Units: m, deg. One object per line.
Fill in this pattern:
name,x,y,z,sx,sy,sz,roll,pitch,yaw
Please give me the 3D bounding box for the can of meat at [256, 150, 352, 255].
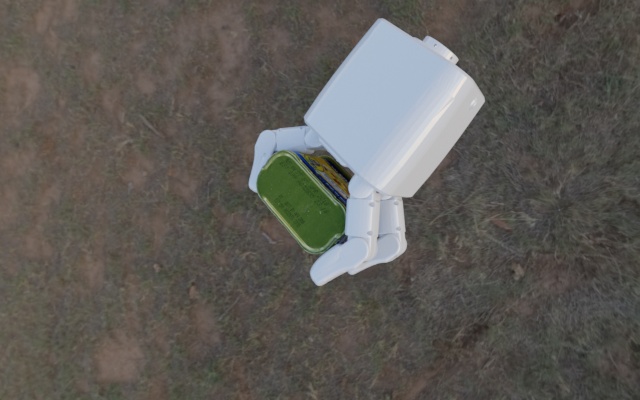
can of meat,0.000,0.001,0.438,0.102,0.057,0.084,47,18,20
